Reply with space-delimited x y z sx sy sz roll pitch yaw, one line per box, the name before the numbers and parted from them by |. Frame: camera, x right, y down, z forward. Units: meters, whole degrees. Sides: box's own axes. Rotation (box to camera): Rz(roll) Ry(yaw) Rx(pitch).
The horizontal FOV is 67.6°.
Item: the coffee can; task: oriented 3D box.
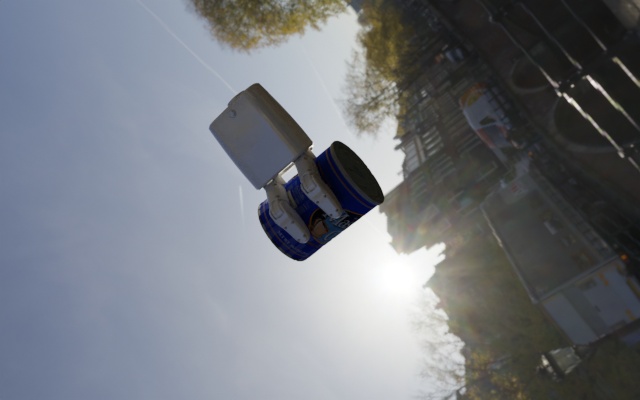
coffee can | 0.000 0.002 0.647 0.140 0.102 0.103 -39 -15 20
